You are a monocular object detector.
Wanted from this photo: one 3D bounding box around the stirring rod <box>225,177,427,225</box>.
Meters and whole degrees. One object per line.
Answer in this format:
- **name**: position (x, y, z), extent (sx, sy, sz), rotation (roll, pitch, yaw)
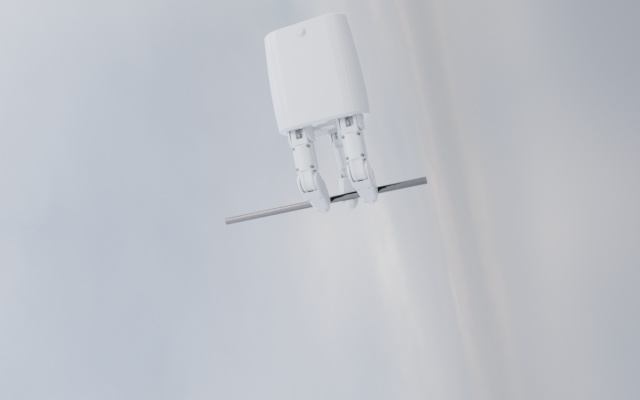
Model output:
- **stirring rod**: position (0.000, 0.002, 0.543), extent (0.239, 0.011, 0.011), rotation (-12, -3, 16)
